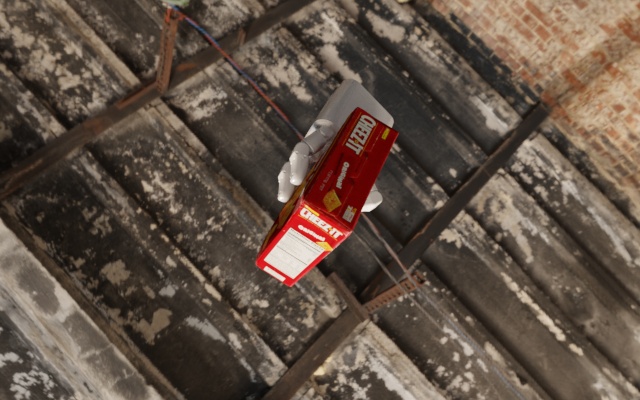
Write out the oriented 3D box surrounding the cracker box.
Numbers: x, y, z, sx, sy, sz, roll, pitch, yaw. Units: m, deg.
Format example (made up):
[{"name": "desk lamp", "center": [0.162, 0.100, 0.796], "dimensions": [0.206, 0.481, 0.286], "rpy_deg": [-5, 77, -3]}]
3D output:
[{"name": "cracker box", "center": [0.000, 0.002, 0.630], "dimensions": [0.072, 0.164, 0.214], "rpy_deg": [32, -33, -5]}]
